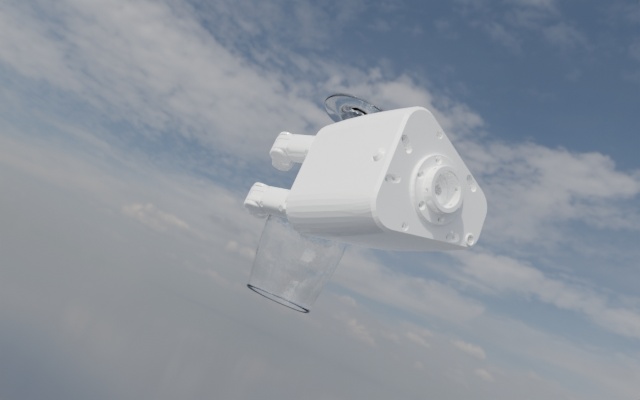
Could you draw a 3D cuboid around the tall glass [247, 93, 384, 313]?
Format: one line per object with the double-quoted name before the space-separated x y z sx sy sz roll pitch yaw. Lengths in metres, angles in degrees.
"tall glass" 0.000 0.001 0.455 0.079 0.201 0.079 22 -17 7
